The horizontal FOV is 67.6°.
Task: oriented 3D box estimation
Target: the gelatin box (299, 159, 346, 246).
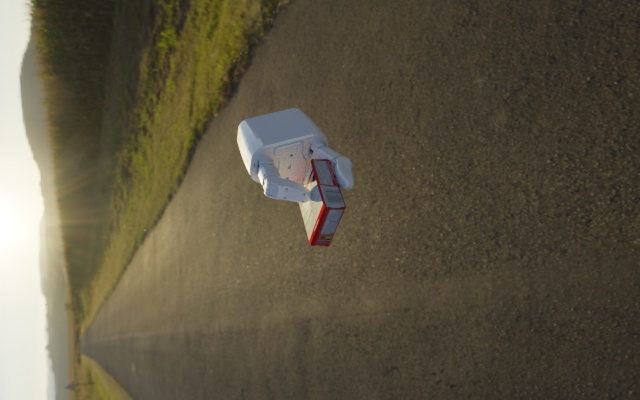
[{"bbox_3d":[0.000,0.002,0.610,0.030,0.089,0.073,2,-45,-20],"label":"gelatin box"}]
